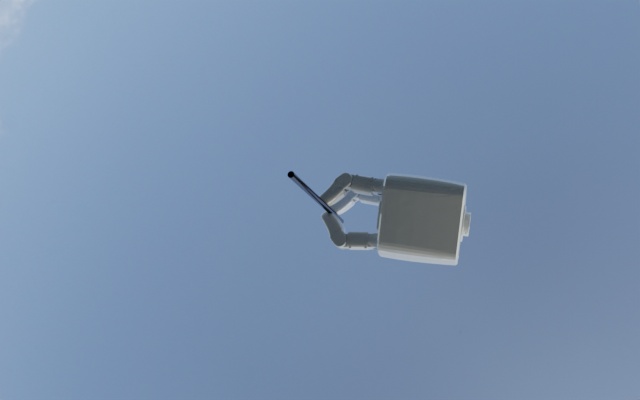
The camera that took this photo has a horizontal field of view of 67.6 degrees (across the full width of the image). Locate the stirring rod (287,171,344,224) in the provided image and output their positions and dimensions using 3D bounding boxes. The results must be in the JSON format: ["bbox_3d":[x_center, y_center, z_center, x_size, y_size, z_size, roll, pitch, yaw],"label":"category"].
[{"bbox_3d":[0.000,0.002,0.637,0.011,0.011,0.239,0,-15,16],"label":"stirring rod"}]
